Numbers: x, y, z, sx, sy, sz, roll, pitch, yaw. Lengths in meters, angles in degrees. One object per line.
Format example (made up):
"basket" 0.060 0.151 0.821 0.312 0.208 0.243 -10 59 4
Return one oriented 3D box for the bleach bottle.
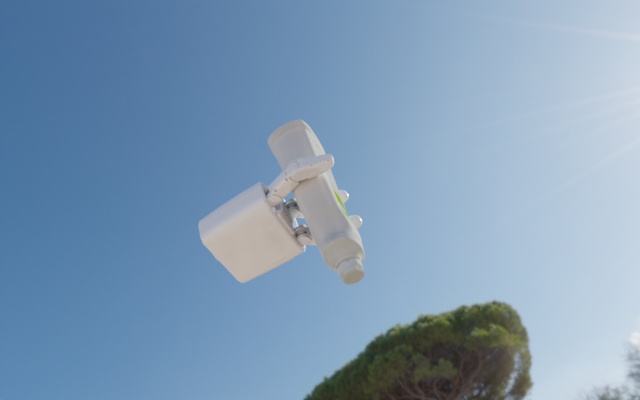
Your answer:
"bleach bottle" 0.000 0.002 0.649 0.068 0.250 0.103 -30 -43 8
